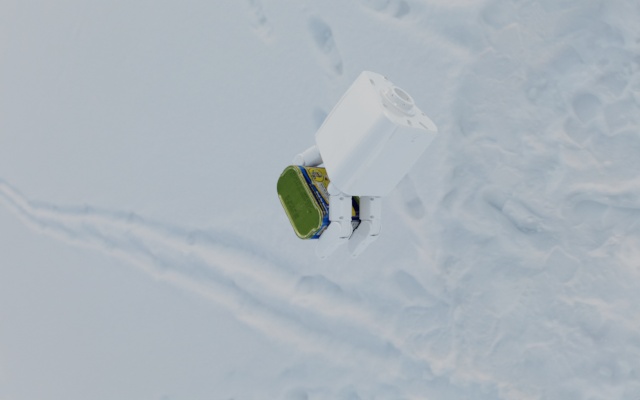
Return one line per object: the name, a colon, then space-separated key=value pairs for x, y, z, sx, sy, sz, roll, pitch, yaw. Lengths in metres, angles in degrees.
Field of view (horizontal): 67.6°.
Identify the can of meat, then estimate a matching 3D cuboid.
can of meat: x=0.000 y=0.002 z=0.617 sx=0.084 sy=0.102 sz=0.057 roll=1 pitch=-39 yaw=-44
